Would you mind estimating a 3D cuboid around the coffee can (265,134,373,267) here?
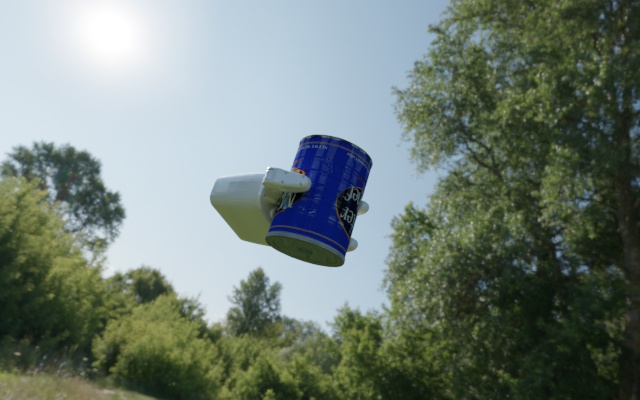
[{"bbox_3d":[0.000,0.002,0.612,0.103,0.140,0.103,16,-20,6],"label":"coffee can"}]
